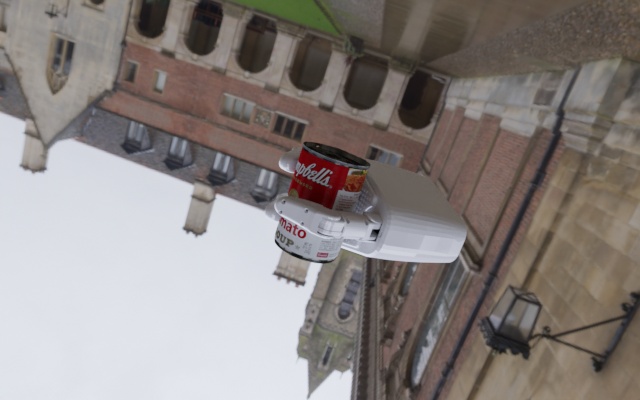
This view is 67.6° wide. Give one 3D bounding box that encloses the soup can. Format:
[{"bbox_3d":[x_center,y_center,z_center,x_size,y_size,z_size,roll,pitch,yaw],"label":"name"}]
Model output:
[{"bbox_3d":[0.000,0.002,0.467,0.068,0.102,0.068,17,15,-5],"label":"soup can"}]
